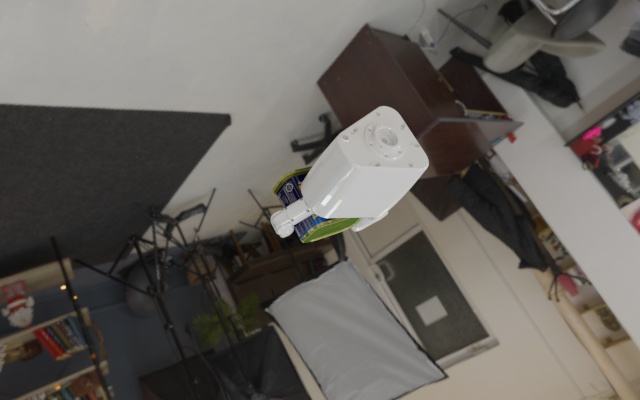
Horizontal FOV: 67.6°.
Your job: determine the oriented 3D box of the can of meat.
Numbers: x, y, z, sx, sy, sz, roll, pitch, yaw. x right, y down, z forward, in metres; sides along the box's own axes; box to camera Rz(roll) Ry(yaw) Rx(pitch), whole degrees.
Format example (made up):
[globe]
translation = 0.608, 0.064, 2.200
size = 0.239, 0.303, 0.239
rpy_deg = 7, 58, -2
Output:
[can of meat]
translation = 0.000, 0.002, 0.639
size = 0.102, 0.084, 0.057
rpy_deg = -16, -21, -36
